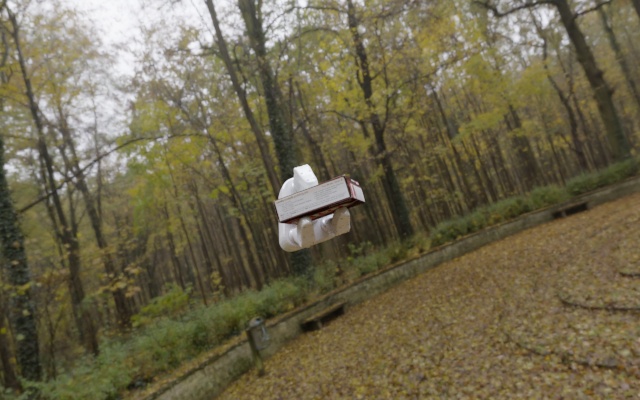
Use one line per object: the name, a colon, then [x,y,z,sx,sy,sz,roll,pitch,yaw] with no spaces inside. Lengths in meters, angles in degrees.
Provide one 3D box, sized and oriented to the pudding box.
pudding box: [0.000,0.002,0.691,0.113,0.039,0.090,-22,-9,14]
